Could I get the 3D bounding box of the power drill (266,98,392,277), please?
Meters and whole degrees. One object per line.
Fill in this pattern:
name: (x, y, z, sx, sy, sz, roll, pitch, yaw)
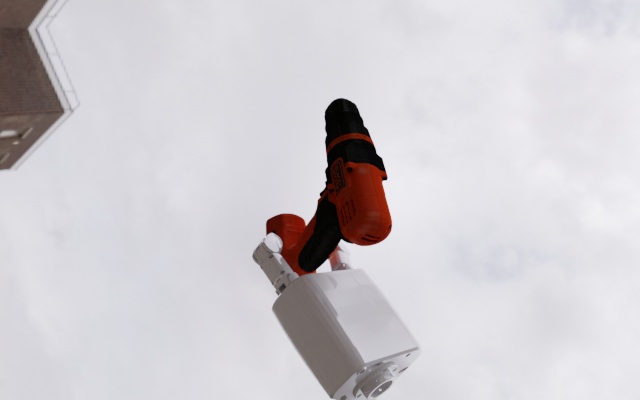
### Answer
power drill: (0.000, 0.002, 0.531, 0.057, 0.184, 0.188, 14, -43, -25)
